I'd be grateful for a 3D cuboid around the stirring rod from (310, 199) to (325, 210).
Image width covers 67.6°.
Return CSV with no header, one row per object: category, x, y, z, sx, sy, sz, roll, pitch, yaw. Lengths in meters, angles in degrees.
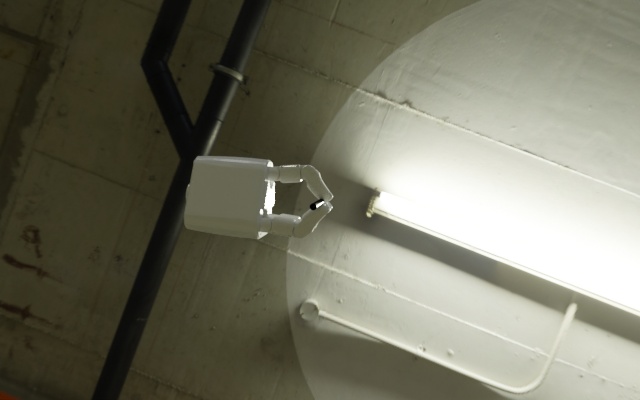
stirring rod,0.000,0.002,0.652,0.011,0.011,0.239,0,2,4
